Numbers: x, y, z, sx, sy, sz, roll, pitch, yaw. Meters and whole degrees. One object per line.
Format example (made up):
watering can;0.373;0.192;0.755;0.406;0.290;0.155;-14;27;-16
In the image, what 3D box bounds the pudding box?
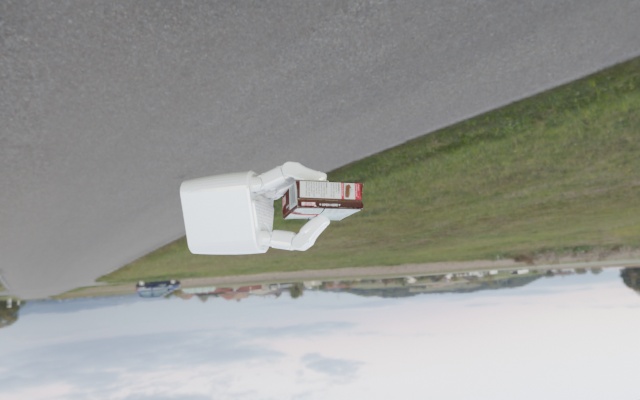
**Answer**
pudding box;0.000;0.002;0.648;0.090;0.039;0.113;1;-9;-13
